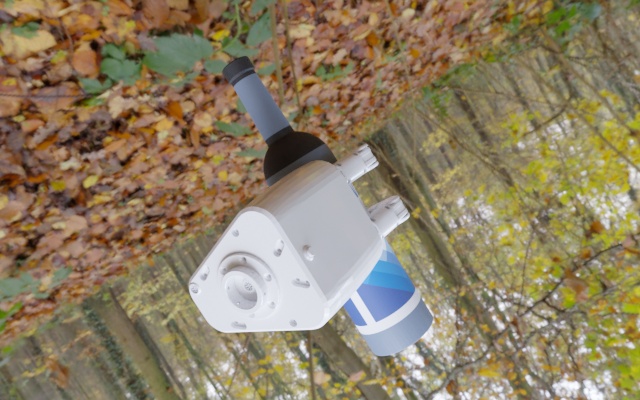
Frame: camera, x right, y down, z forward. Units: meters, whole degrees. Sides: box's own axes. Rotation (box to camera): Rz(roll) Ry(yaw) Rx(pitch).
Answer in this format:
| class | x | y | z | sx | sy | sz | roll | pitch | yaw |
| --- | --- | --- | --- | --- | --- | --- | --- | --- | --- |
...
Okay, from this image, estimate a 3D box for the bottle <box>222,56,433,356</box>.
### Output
| class | x | y | z | sx | sy | sz | roll | pitch | yaw |
| --- | --- | --- | --- | --- | --- | --- | --- | --- | --- |
| bottle | 0.000 | 0.002 | 0.442 | 0.069 | 0.296 | 0.069 | -32 | 4 | 2 |
